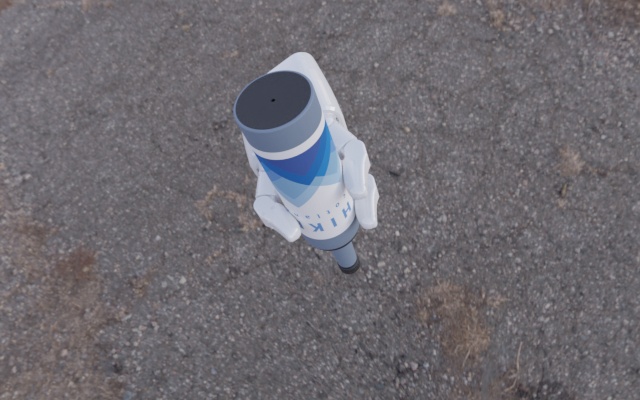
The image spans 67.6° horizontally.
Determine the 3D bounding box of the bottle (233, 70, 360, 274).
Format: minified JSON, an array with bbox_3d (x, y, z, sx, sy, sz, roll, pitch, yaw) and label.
[{"bbox_3d":[0.000,0.002,0.487,0.069,0.069,0.296,0,-33,17],"label":"bottle"}]
